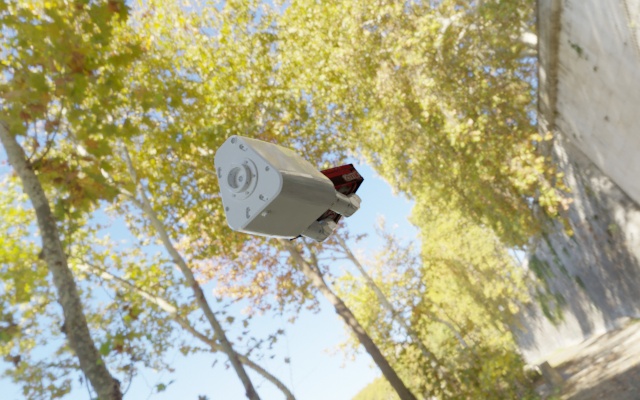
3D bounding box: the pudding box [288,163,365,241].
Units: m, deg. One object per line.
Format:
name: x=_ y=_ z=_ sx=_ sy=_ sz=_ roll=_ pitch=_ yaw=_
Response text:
pudding box: x=0.000 y=0.002 z=0.679 sx=0.090 sy=0.039 sz=0.114 roll=-15 pitch=-28 yaw=-35
